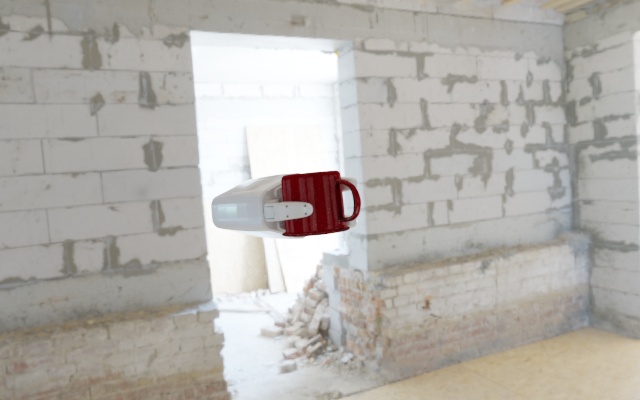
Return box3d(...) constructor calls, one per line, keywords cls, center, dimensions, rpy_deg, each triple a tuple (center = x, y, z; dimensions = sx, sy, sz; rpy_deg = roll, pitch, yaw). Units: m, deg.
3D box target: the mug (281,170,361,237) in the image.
box3d(cls="mug", center=(0.001, 0.002, 0.640), dimensions=(0.117, 0.081, 0.093), rpy_deg=(-4, 3, 34))
